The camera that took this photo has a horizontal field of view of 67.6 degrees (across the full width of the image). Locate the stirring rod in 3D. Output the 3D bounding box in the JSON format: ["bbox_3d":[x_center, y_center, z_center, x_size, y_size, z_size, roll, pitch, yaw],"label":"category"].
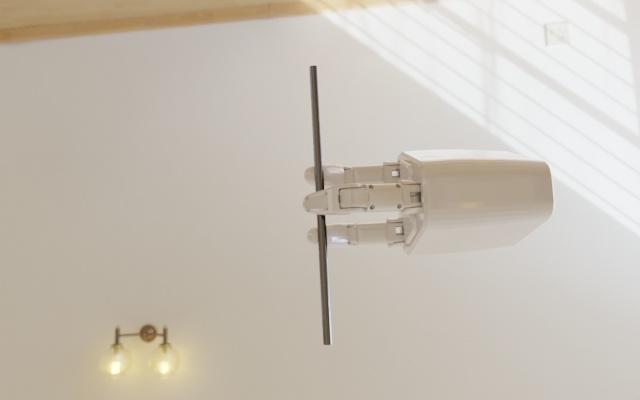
[{"bbox_3d":[0.000,0.001,0.413,0.011,0.239,0.011,-3,-5,0],"label":"stirring rod"}]
